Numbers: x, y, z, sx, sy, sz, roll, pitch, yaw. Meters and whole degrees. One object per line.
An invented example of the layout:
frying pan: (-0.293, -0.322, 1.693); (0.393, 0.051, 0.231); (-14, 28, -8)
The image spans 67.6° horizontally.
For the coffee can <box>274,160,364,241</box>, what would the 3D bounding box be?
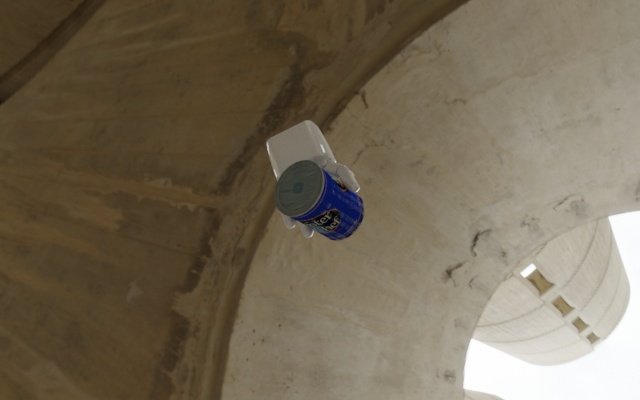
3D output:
coffee can: (0.000, 0.003, 0.857); (0.103, 0.102, 0.140); (0, -21, 37)
